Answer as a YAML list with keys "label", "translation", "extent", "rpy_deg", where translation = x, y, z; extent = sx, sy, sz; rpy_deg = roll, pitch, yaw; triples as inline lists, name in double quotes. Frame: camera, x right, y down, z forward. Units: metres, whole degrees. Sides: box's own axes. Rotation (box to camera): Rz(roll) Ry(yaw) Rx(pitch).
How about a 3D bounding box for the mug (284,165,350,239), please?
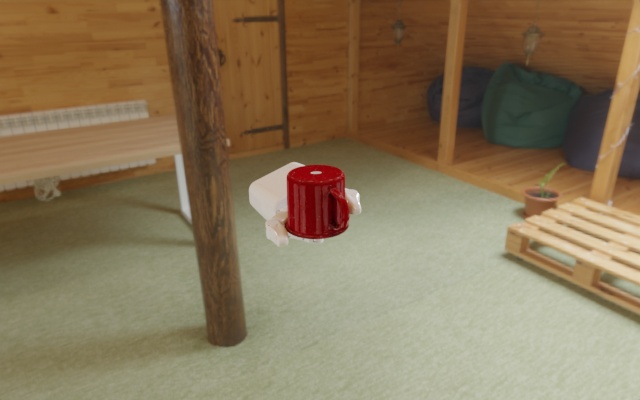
- label: "mug"
  translation: [0.001, 0.002, 0.664]
  extent: [0.093, 0.081, 0.117]
  rpy_deg: [-14, 25, -29]
